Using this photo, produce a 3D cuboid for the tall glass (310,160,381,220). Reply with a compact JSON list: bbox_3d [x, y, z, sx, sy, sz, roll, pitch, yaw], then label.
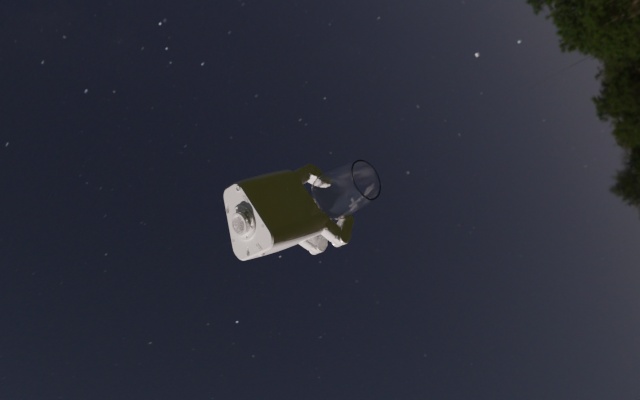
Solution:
[{"bbox_3d":[0.000,0.003,0.753,0.079,0.079,0.201,0,-19,-45],"label":"tall glass"}]
